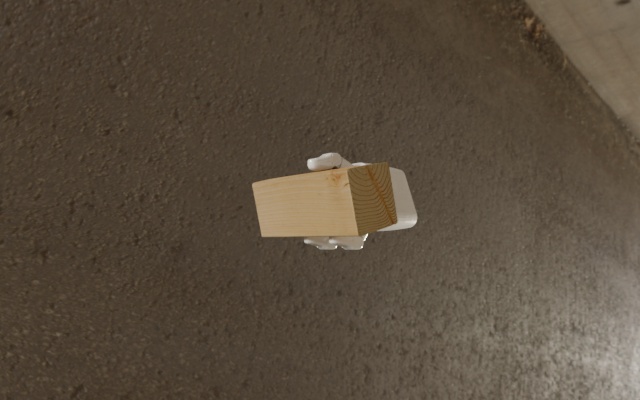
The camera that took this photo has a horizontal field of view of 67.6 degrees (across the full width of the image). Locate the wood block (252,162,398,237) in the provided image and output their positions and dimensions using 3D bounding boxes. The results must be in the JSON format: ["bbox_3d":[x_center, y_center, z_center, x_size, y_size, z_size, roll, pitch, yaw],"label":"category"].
[{"bbox_3d":[0.000,0.002,0.712,0.090,0.091,0.206,-14,6,-44],"label":"wood block"}]
